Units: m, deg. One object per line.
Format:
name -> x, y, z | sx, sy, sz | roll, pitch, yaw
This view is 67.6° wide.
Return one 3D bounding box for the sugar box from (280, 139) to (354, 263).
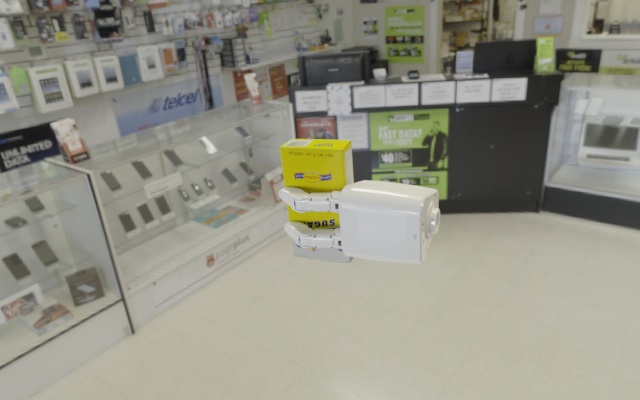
sugar box -> 0.000, 0.002, 0.676 | 0.093, 0.176, 0.048 | 5, 26, 21
